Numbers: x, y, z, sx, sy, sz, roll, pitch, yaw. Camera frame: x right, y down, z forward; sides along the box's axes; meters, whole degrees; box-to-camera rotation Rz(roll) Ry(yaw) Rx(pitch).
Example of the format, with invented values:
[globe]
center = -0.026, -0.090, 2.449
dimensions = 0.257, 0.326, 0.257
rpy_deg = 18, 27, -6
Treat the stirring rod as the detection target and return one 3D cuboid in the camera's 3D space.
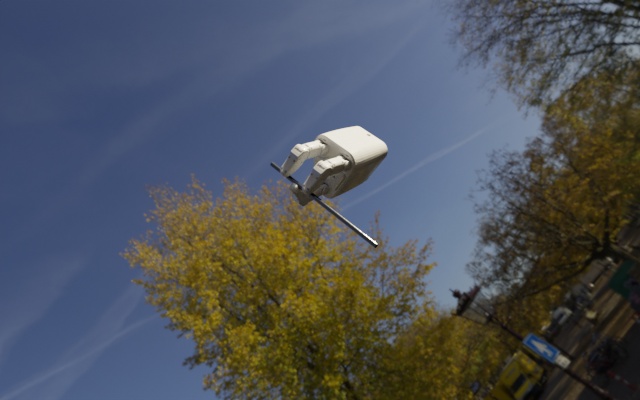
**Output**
[stirring rod]
center = 0.000, 0.003, 0.773
dimensions = 0.239, 0.011, 0.011
rpy_deg = 38, 19, 27
